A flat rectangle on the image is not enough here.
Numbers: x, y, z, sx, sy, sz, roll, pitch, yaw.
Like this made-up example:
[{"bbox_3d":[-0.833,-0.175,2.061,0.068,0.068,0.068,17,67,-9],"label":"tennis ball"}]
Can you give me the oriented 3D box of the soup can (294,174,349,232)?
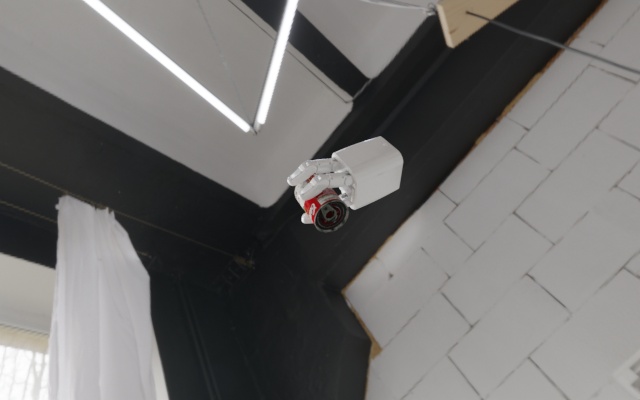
[{"bbox_3d":[0.000,0.003,0.889,0.068,0.068,0.102,0,32,-29],"label":"soup can"}]
